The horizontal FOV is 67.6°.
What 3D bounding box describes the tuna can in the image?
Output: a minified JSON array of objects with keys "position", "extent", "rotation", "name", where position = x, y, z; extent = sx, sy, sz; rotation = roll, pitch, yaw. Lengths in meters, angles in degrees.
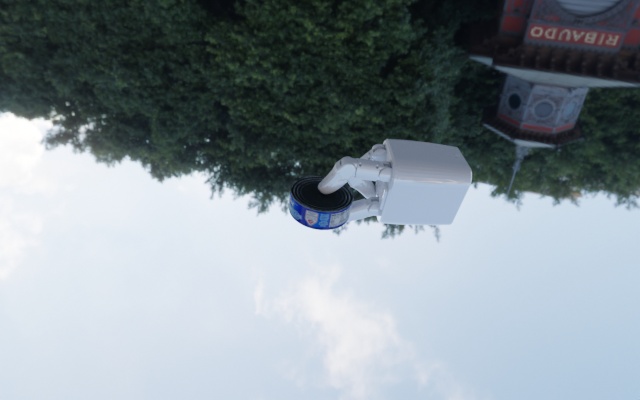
[{"position":[0.000,0.003,0.645],"extent":[0.086,0.034,0.086],"rotation":[7,34,-5],"name":"tuna can"}]
